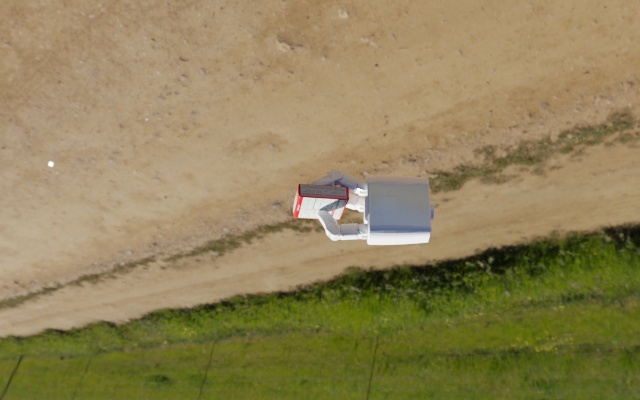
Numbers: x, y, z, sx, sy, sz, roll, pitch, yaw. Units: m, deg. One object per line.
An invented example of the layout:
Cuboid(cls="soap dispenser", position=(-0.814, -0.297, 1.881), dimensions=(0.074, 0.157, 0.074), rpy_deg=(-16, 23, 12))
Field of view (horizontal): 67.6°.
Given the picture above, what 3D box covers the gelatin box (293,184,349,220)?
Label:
Cuboid(cls="gelatin box", position=(0.000, 0.003, 0.841), dimensions=(0.089, 0.030, 0.073), rpy_deg=(3, -31, -10))
